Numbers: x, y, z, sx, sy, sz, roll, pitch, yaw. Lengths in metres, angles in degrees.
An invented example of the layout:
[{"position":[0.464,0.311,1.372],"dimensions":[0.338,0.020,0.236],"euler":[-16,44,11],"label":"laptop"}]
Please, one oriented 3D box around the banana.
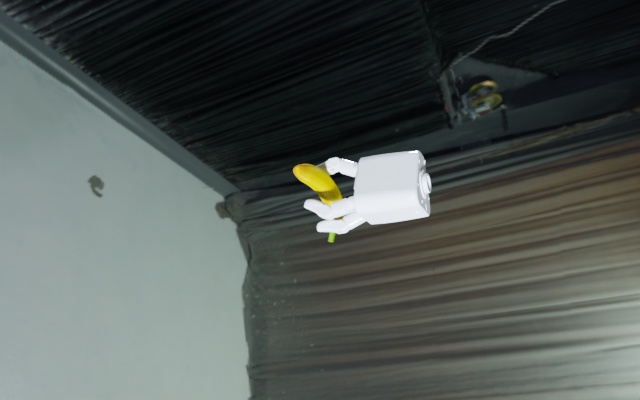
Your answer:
[{"position":[0.007,-0.009,0.874],"dimensions":[0.037,0.069,0.198],"euler":[0,-43,28],"label":"banana"}]
